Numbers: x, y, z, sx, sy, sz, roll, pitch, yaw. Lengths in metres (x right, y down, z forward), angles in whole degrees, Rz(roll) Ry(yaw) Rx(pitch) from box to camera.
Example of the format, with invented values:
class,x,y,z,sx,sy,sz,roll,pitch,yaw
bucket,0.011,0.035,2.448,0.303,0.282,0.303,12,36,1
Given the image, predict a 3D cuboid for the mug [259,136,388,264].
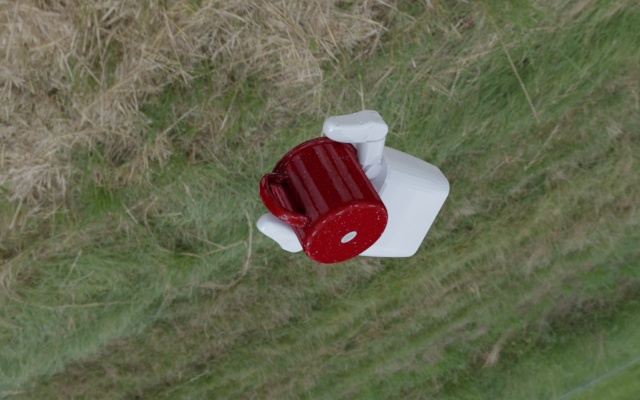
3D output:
class,x,y,z,sx,sy,sz,roll,pitch,yaw
mug,-0.001,0.001,0.426,0.117,0.093,0.081,9,39,-38
